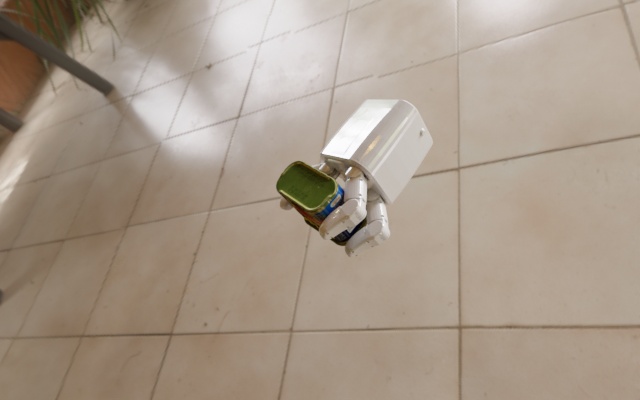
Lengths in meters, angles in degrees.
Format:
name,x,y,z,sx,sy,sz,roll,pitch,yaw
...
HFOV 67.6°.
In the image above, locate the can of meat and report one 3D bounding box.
name,x,y,z,sx,sy,sz,roll,pitch,yaw
can of meat,0.000,0.002,0.614,0.102,0.057,0.084,32,-11,44
